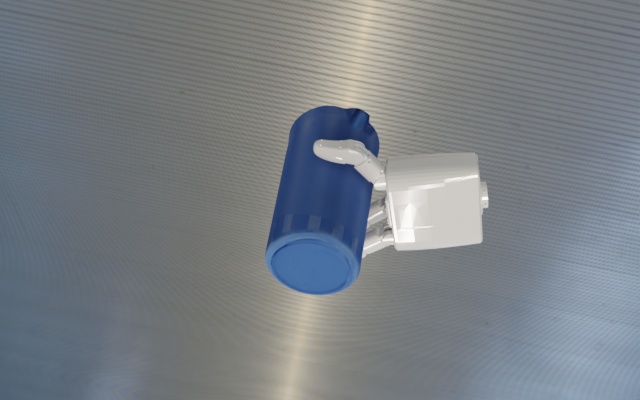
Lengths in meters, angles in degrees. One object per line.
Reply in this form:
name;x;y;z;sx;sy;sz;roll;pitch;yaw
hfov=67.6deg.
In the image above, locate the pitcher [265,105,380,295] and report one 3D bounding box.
pitcher;0.000;0.002;0.620;0.145;0.149;0.242;-5;41;15
